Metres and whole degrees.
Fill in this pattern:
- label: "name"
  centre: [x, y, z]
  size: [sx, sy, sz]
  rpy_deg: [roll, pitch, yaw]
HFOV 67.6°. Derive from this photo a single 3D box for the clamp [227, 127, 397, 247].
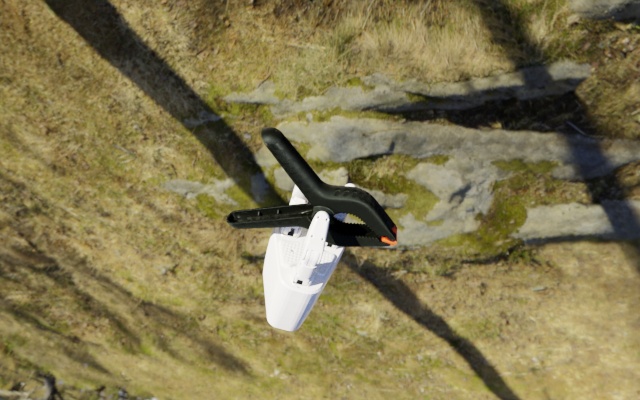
- label: "clamp"
  centre: [0.000, 0.003, 0.569]
  size: [0.210, 0.036, 0.165]
  rpy_deg: [16, -45, -5]
